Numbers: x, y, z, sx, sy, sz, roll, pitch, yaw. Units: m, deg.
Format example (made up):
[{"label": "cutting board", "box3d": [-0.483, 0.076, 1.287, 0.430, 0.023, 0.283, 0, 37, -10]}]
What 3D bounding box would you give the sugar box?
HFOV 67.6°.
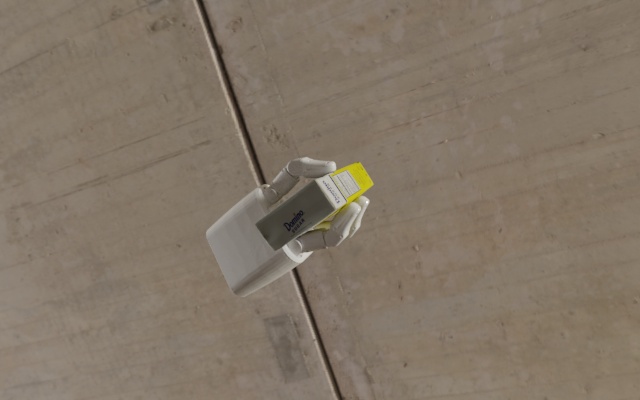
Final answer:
[{"label": "sugar box", "box3d": [0.000, 0.002, 0.587, 0.093, 0.048, 0.176, -36, 0, 23]}]
